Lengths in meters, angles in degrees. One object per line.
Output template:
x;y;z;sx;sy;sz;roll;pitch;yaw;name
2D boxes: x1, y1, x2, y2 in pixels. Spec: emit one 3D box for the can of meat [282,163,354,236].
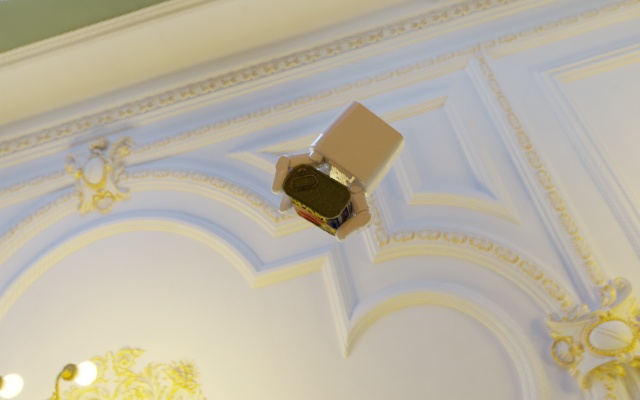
0.000;0.003;0.719;0.102;0.057;0.084;31;-17;21;can of meat
